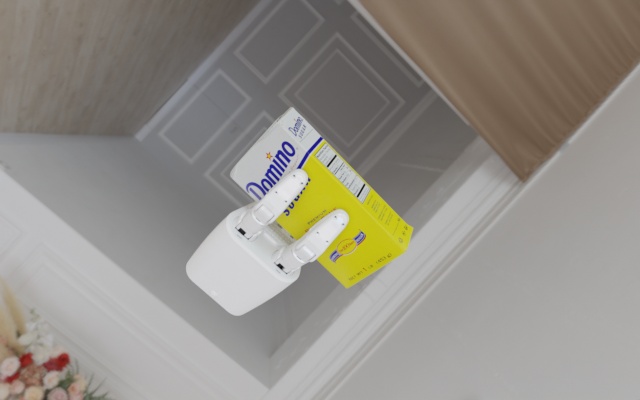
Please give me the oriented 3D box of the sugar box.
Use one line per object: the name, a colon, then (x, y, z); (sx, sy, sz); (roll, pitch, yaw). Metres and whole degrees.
sugar box: (0.000, 0.002, 0.486); (0.093, 0.176, 0.048); (-41, 11, 36)
